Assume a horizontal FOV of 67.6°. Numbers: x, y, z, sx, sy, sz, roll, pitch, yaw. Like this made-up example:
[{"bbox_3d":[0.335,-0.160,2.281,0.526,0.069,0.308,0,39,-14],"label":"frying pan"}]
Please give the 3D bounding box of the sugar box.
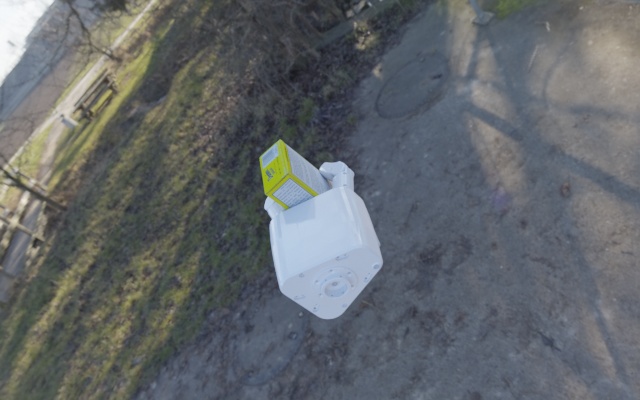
[{"bbox_3d":[0.000,0.002,0.631,0.176,0.048,0.093,41,19,-31],"label":"sugar box"}]
